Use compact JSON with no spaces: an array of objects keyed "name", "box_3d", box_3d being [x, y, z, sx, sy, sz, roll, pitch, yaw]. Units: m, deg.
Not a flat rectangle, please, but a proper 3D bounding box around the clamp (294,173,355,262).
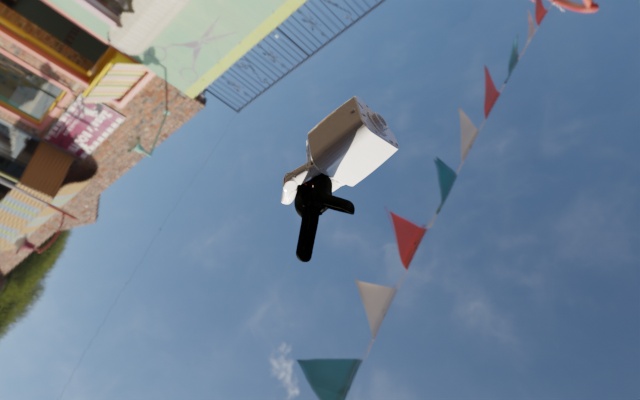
[{"name":"clamp","box_3d":[0.000,0.003,0.748,0.120,0.171,0.039,-37,-51,25]}]
